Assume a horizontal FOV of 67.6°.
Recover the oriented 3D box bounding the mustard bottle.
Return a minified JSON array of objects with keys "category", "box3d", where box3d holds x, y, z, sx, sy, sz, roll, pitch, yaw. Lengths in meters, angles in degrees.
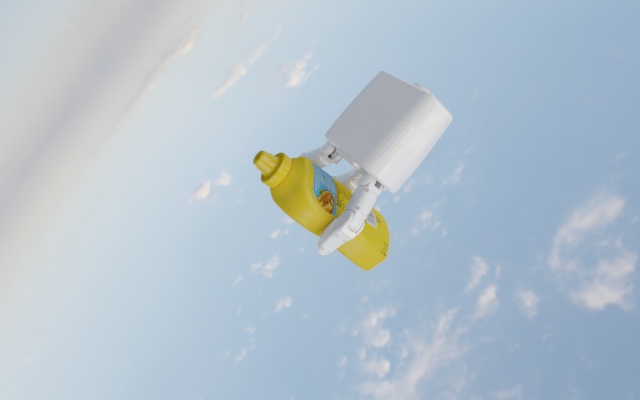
[{"category":"mustard bottle","box3d":[0.000,0.002,0.564,0.192,0.096,0.058,37,-60,-28]}]
